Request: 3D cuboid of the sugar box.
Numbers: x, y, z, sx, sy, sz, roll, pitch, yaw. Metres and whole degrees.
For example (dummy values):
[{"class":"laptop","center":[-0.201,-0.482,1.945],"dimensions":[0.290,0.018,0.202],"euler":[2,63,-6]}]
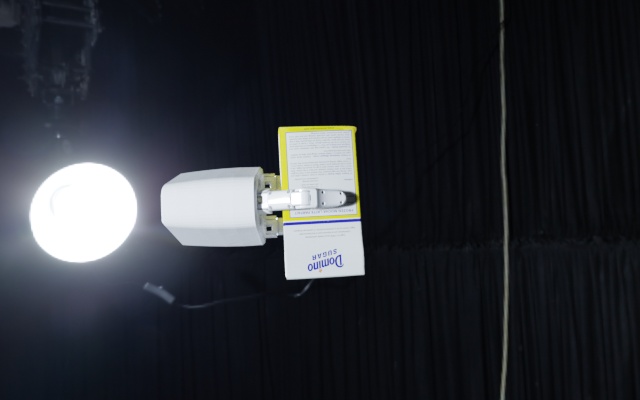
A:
[{"class":"sugar box","center":[0.000,0.002,0.567],"dimensions":[0.093,0.176,0.048],"euler":[-2,-2,-5]}]
